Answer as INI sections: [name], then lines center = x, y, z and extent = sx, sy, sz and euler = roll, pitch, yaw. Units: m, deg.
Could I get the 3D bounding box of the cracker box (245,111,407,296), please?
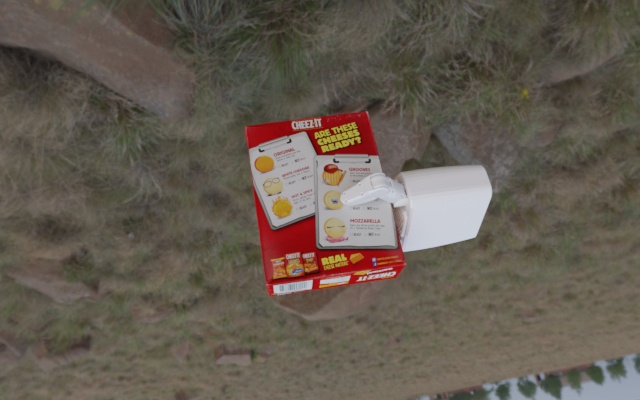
[cracker box]
center = 0.000, 0.002, 0.604
extent = 0.164, 0.213, 0.072
euler = -8, -24, -7
